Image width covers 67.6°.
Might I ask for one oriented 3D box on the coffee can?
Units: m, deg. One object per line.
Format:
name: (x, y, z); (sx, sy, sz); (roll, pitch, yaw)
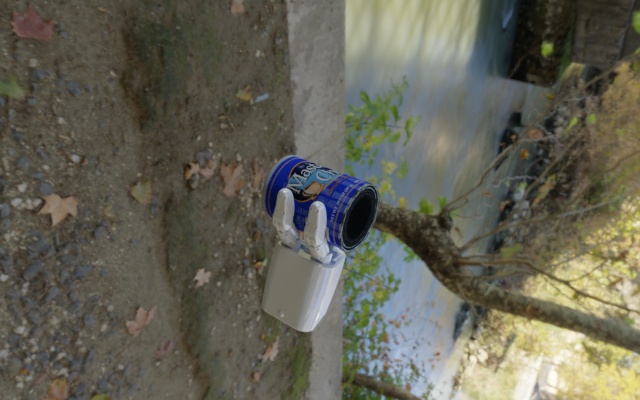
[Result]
coffee can: (0.000, 0.002, 0.696); (0.140, 0.103, 0.103); (22, 11, 29)
